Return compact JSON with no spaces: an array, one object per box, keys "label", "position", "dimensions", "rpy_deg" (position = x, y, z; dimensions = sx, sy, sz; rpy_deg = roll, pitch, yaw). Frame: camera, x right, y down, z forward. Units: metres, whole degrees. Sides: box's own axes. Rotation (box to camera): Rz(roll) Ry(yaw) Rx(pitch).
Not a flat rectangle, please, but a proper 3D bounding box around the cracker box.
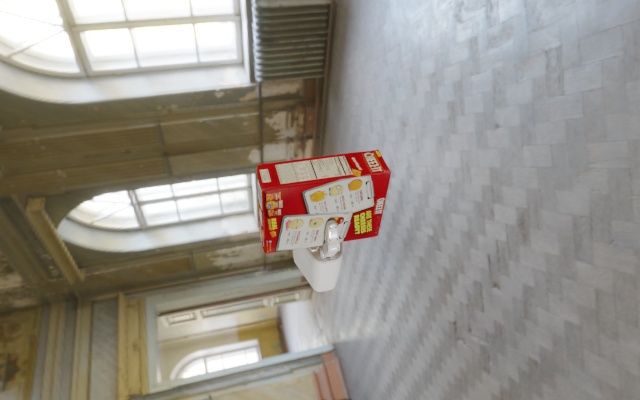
[{"label":"cracker box","position":[0.000,0.003,0.826],"dimensions":[0.213,0.072,0.164],"rpy_deg":[-9,-43,-12]}]
